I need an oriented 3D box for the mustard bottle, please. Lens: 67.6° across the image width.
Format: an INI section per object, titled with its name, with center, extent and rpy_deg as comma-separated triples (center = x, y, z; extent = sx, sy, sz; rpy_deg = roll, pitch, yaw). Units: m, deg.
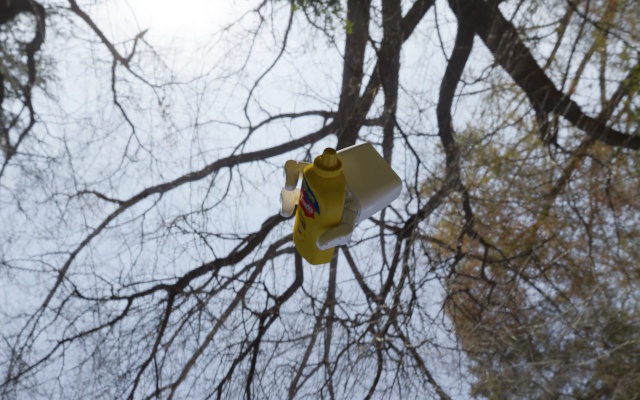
[mustard bottle]
center = 0.000, 0.003, 0.716
extent = 0.058, 0.192, 0.096
rpy_deg = -6, 44, -19
